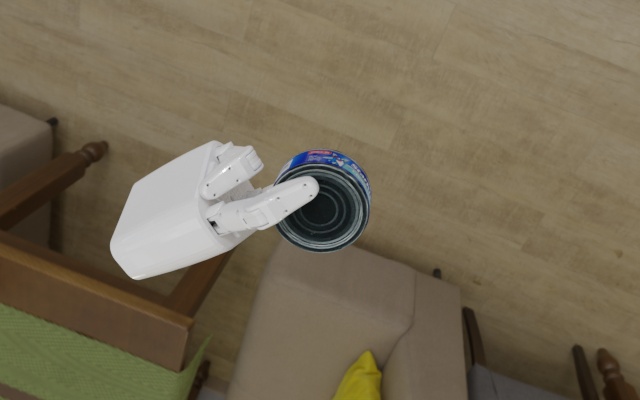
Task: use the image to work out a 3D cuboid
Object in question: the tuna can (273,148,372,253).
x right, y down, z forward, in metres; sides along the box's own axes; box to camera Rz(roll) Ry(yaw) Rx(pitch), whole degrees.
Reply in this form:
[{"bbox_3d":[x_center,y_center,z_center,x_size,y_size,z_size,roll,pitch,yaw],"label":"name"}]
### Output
[{"bbox_3d":[0.000,0.002,0.405,0.086,0.086,0.033,0,26,8],"label":"tuna can"}]
